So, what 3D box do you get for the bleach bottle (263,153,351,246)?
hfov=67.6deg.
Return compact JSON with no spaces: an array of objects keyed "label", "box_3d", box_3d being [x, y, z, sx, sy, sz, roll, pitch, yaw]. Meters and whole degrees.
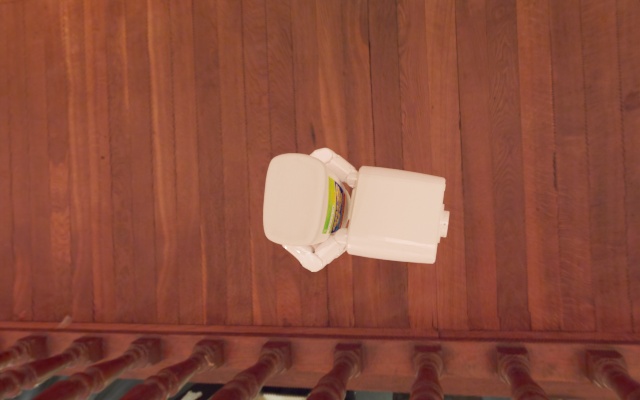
[{"label":"bleach bottle","box_3d":[0.000,0.002,0.623,0.068,0.102,0.251,7,1,14]}]
